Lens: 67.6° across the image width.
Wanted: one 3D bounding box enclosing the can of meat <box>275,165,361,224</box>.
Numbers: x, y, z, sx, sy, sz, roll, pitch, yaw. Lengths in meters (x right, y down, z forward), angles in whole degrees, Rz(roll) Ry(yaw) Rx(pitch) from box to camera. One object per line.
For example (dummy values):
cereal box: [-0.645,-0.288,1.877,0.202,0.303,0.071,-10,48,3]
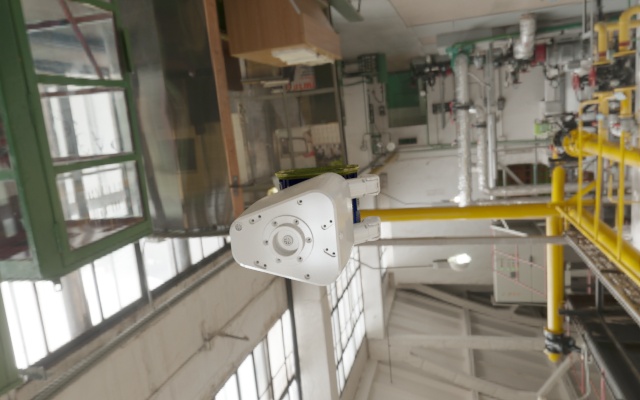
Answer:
can of meat: [0.000,0.002,0.593,0.102,0.084,0.057,-4,9,6]
